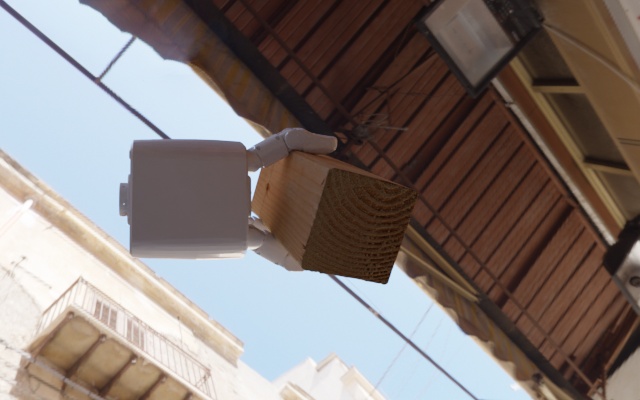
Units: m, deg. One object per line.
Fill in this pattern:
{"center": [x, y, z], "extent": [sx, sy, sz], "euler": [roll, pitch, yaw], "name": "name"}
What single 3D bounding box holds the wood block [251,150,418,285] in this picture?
{"center": [0.000, 0.001, 0.497], "extent": [0.090, 0.091, 0.206], "euler": [14, 8, -23], "name": "wood block"}
